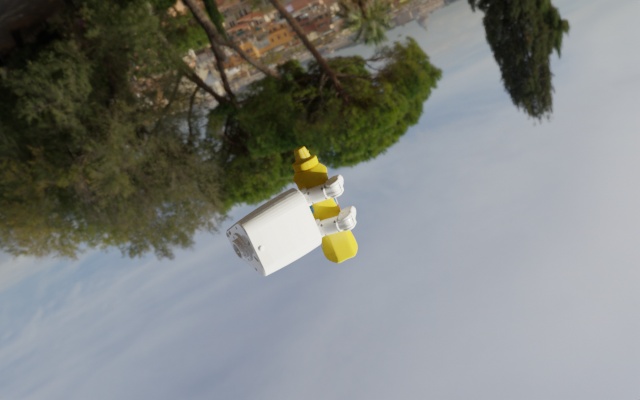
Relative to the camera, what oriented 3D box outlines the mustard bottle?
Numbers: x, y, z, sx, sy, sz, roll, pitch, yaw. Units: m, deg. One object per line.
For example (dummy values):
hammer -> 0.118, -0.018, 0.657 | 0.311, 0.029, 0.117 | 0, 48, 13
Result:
mustard bottle -> 0.001, 0.003, 0.784 | 0.058, 0.192, 0.096 | -23, 16, -2
